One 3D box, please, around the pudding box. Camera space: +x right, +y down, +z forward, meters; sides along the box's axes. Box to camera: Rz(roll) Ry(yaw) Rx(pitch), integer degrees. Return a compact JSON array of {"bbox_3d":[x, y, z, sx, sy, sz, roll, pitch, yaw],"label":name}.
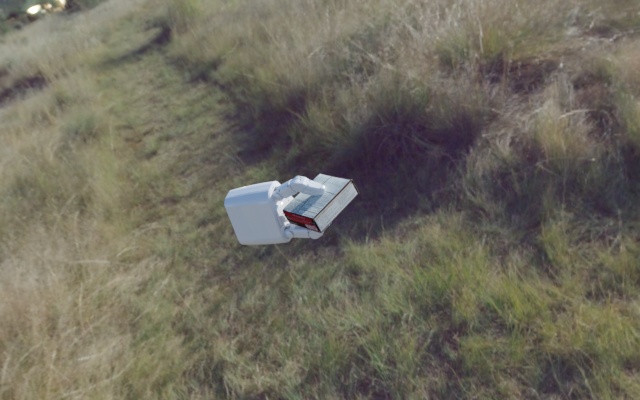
[{"bbox_3d":[0.000,0.003,0.863,0.090,0.039,0.113,15,53,47],"label":"pudding box"}]
